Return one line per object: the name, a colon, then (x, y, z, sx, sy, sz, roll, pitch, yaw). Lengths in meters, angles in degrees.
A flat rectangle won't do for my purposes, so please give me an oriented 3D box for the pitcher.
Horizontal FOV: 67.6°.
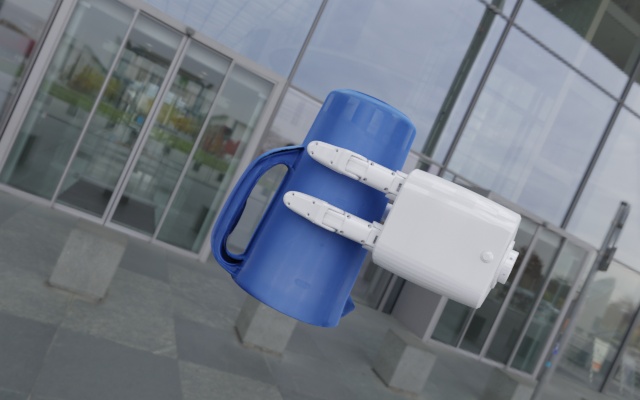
pitcher: (0.000, 0.002, 0.529, 0.145, 0.243, 0.149, 26, 1, 26)
